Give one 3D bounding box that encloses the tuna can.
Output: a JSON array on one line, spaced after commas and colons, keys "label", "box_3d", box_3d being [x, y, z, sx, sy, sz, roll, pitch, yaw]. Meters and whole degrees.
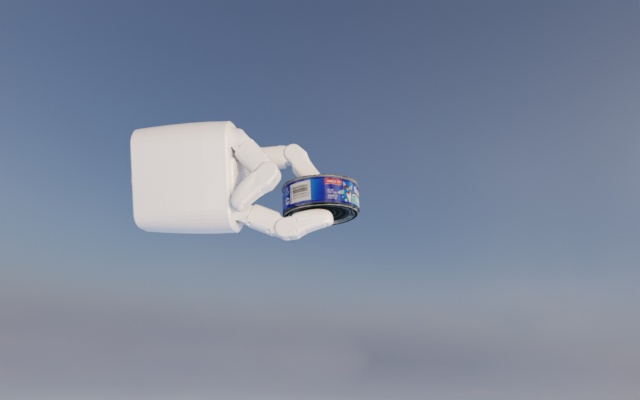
[{"label": "tuna can", "box_3d": [0.000, 0.002, 0.526, 0.086, 0.033, 0.086, -3, -19, -1]}]
